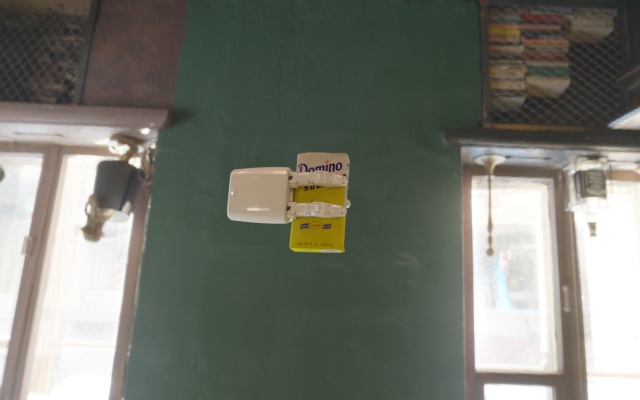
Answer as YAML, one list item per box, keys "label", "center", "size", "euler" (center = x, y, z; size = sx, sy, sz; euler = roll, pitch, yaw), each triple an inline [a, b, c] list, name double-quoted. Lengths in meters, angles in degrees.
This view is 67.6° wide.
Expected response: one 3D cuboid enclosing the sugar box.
- label: "sugar box"
  center: [0.000, 0.003, 0.851]
  size: [0.093, 0.176, 0.048]
  euler: [1, -12, 10]
